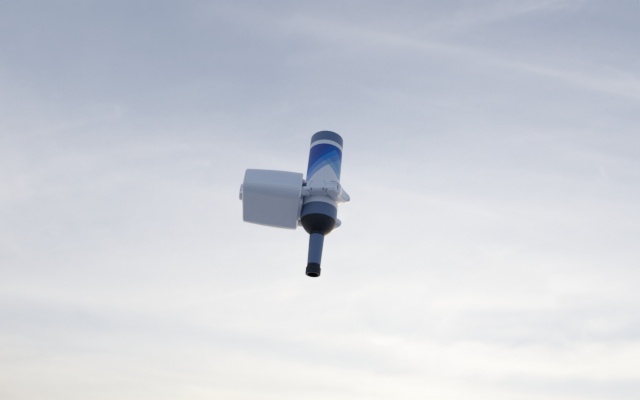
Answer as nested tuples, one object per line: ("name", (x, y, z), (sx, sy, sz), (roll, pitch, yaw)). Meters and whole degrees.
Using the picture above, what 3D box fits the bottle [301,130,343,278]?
("bottle", (0.000, 0.003, 0.895), (0.069, 0.295, 0.069), (4, -32, 3))
